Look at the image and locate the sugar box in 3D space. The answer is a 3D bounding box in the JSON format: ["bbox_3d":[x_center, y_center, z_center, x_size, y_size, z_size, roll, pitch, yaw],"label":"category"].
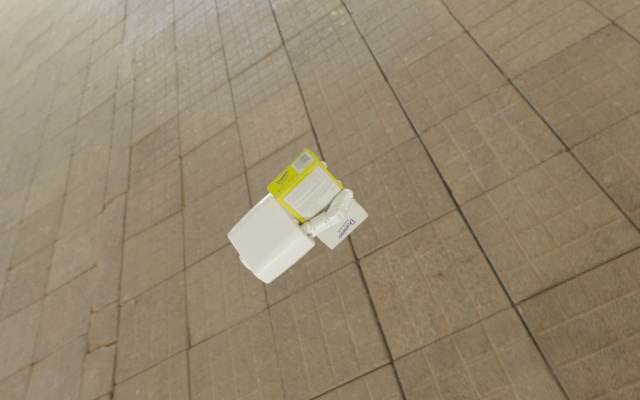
[{"bbox_3d":[0.000,0.002,0.802,0.176,0.093,0.048,46,2,-46],"label":"sugar box"}]
